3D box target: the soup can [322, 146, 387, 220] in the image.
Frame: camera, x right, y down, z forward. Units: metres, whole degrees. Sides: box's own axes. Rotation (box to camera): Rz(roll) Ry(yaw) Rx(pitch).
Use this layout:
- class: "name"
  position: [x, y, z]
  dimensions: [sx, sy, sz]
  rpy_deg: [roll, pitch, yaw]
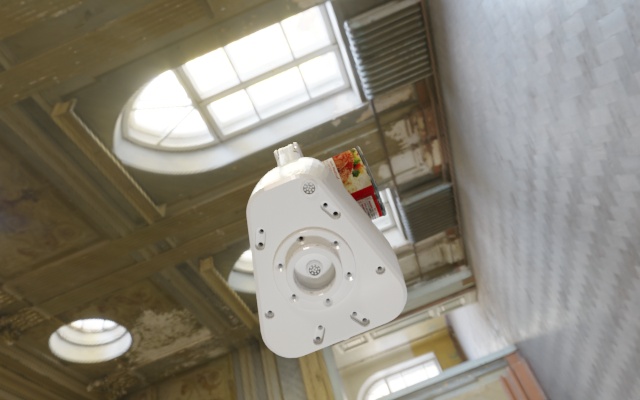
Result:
- class: "soup can"
  position: [0.000, 0.001, 0.433]
  dimensions: [0.102, 0.068, 0.068]
  rpy_deg: [-23, -1, 3]
